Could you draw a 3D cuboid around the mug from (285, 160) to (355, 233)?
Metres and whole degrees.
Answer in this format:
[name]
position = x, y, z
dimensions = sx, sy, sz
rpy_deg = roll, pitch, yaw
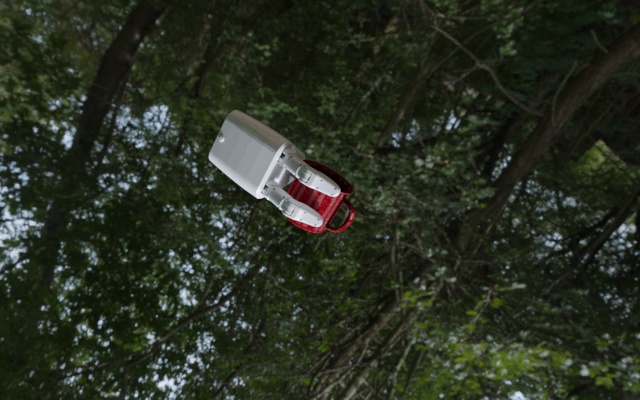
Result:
[mug]
position = 0.001, 0.003, 0.733
dimensions = 0.117, 0.081, 0.093
rpy_deg = 36, 20, 17
